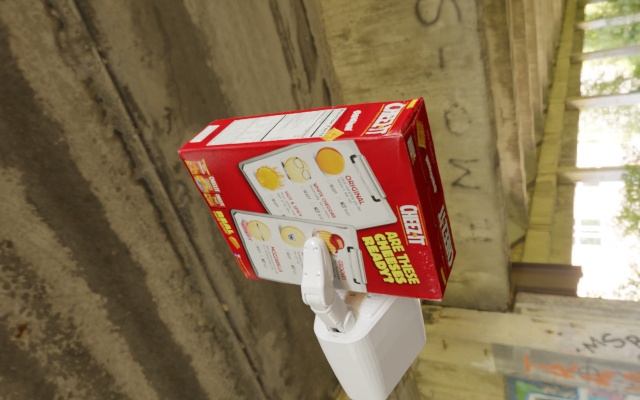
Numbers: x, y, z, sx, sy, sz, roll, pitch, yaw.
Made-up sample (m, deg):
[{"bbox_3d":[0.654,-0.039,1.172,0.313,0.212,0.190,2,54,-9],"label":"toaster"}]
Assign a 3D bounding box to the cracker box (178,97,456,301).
[{"bbox_3d":[0.000,0.002,0.435,0.213,0.164,0.072,0,37,30],"label":"cracker box"}]
